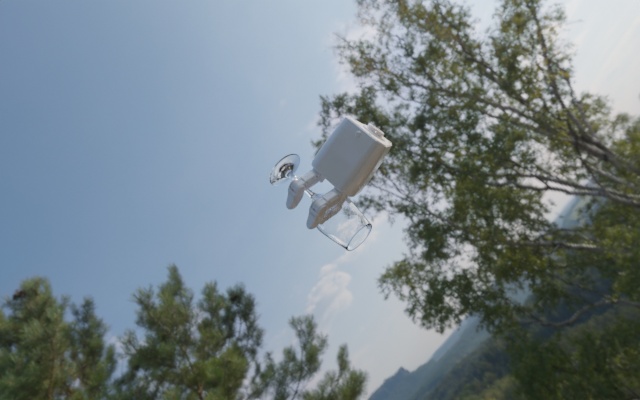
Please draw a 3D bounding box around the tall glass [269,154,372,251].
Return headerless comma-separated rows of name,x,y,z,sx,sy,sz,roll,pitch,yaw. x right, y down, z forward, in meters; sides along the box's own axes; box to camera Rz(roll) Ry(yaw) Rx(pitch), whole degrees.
tall glass,0.000,0.003,0.859,0.201,0.079,0.079,43,20,23
